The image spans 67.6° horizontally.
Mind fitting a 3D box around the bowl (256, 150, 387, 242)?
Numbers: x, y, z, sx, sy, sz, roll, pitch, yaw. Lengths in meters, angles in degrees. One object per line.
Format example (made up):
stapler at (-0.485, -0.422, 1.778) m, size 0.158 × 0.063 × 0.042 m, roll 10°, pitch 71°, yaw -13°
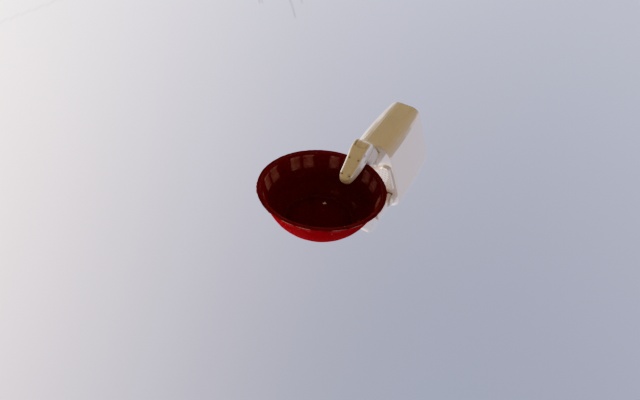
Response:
bowl at (-0.001, 0.003, 0.606) m, size 0.162 × 0.055 × 0.162 m, roll 3°, pitch 39°, yaw -3°
